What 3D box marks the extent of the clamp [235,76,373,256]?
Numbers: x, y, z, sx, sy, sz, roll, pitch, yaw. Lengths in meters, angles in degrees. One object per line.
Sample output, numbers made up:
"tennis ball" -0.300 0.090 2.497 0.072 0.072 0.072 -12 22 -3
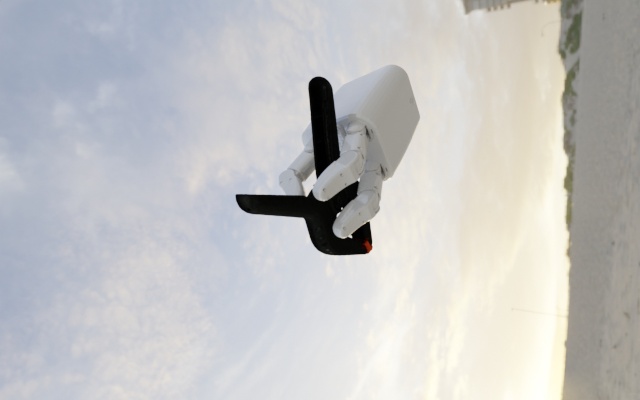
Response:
"clamp" 0.000 0.002 0.505 0.036 0.164 0.210 8 -40 38
